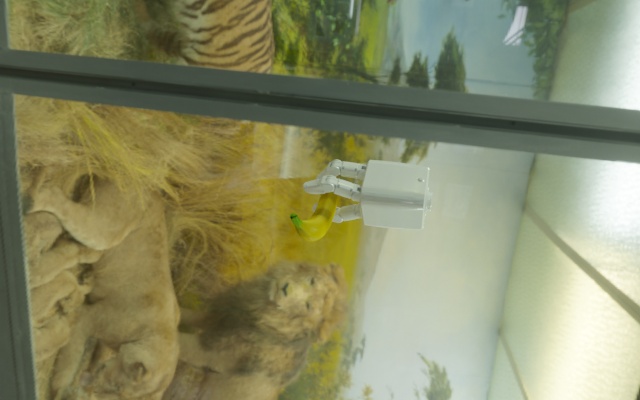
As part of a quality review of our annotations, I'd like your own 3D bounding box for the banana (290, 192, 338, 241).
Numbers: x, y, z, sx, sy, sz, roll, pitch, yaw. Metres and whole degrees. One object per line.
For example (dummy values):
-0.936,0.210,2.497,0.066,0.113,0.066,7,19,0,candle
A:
0.000,0.021,0.819,0.037,0.070,0.197,5,21,17,banana
